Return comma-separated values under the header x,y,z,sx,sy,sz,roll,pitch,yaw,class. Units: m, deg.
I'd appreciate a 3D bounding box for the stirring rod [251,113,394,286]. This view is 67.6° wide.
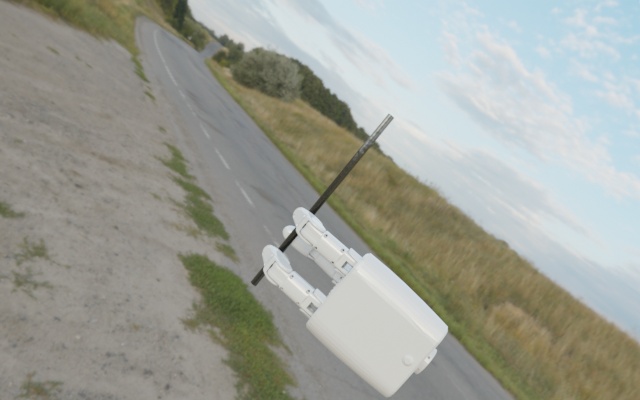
x,y,z,sx,sy,sz,roll,pitch,yaw,class
0.000,0.002,0.525,0.011,0.239,0.011,39,7,-6,stirring rod
